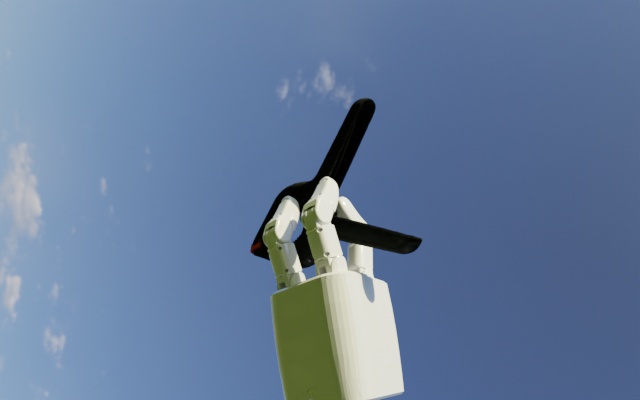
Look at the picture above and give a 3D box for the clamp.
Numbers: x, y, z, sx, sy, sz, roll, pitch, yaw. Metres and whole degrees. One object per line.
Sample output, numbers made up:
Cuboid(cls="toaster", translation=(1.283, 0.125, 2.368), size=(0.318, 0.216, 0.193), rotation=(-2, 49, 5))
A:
Cuboid(cls="clamp", translation=(0.000, 0.002, 0.499), size=(0.210, 0.164, 0.036), rotation=(-26, -28, 38))
